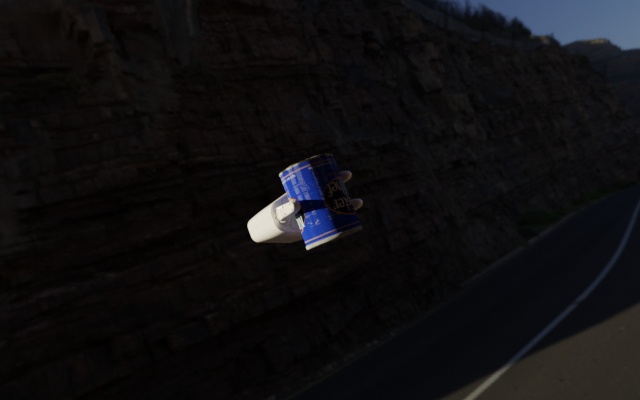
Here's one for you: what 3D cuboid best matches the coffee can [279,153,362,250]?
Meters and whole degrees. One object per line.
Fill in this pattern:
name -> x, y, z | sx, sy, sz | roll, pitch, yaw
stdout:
coffee can -> 0.000, 0.003, 0.829 | 0.103, 0.140, 0.103 | -21, -6, -2
